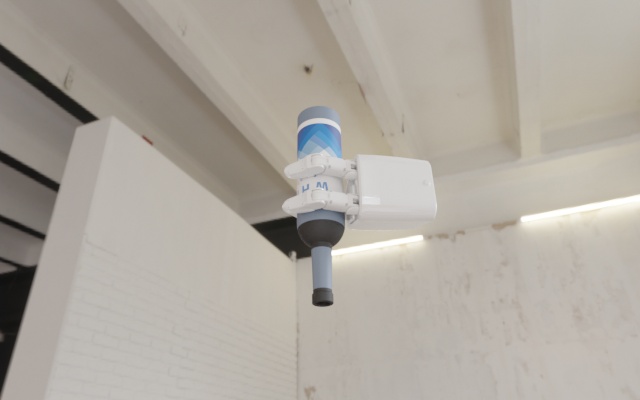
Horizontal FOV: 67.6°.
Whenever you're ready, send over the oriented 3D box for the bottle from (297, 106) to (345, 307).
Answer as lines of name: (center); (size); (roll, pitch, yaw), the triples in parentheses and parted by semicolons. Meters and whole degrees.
bottle: (0.000, 0.002, 0.673); (0.069, 0.295, 0.069); (-1, -29, -1)
